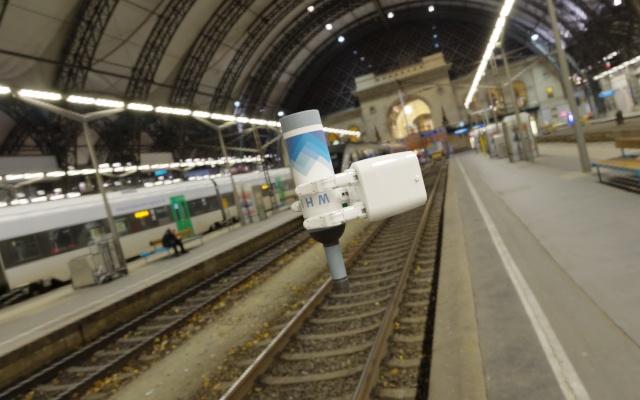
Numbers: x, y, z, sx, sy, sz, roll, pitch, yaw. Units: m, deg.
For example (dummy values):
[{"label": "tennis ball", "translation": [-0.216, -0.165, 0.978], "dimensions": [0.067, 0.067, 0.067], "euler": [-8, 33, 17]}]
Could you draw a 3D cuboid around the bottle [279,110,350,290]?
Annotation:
[{"label": "bottle", "translation": [0.000, 0.002, 0.792], "dimensions": [0.069, 0.296, 0.069], "euler": [-14, 3, 1]}]
